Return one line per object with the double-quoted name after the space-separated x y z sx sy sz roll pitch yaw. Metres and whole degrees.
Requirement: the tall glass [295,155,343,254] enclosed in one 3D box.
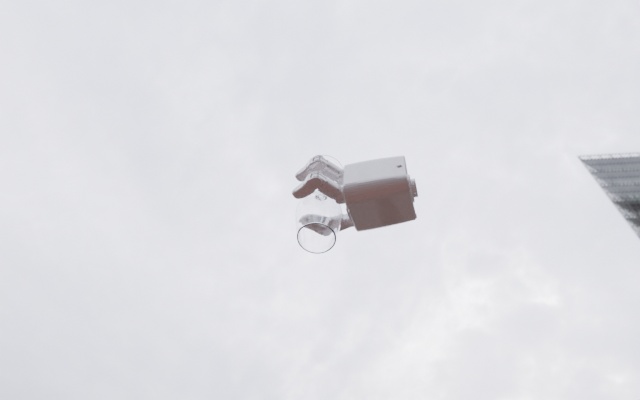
0.000 0.002 0.821 0.079 0.079 0.201 0 35 5 "tall glass"
